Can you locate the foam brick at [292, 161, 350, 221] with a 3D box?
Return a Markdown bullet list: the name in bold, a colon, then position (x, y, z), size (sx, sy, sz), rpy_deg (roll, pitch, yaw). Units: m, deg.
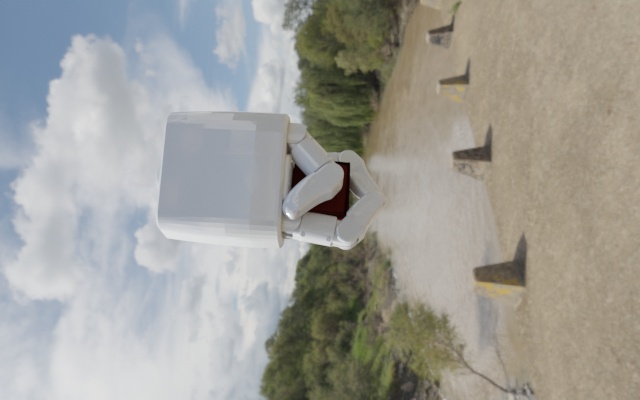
- **foam brick**: position (0.000, 0.002, 0.455), size (0.051, 0.053, 0.078), rpy_deg (3, -24, 1)
